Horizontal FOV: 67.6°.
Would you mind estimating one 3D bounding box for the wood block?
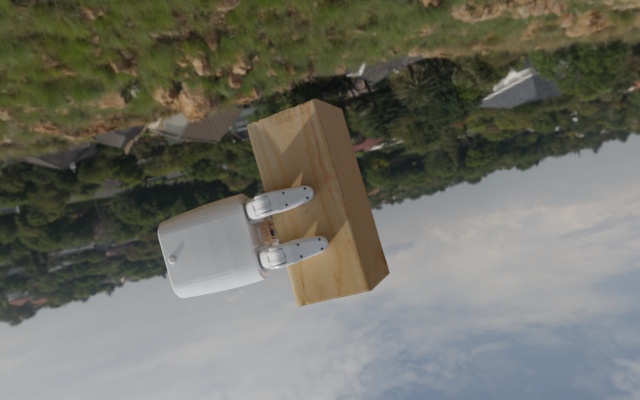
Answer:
[{"bbox_3d":[0.000,0.002,0.544,0.090,0.206,0.091,-17,-2,20],"label":"wood block"}]
